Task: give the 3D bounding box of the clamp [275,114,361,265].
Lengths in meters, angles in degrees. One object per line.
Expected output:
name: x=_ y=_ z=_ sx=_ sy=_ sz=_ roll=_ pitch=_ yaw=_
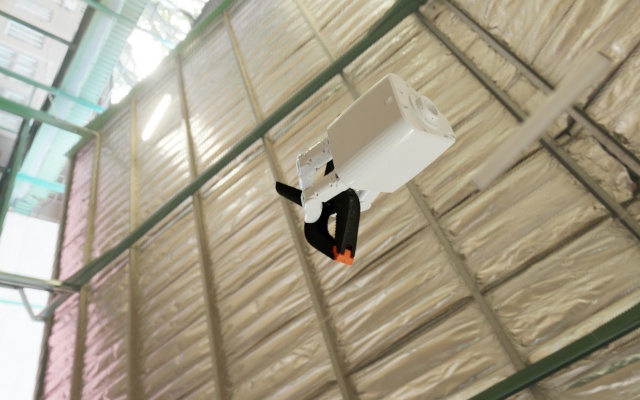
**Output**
clamp: x=0.001 y=0.003 z=0.649 sx=0.036 sy=0.209 sz=0.165 roll=21 pitch=-46 yaw=-36
